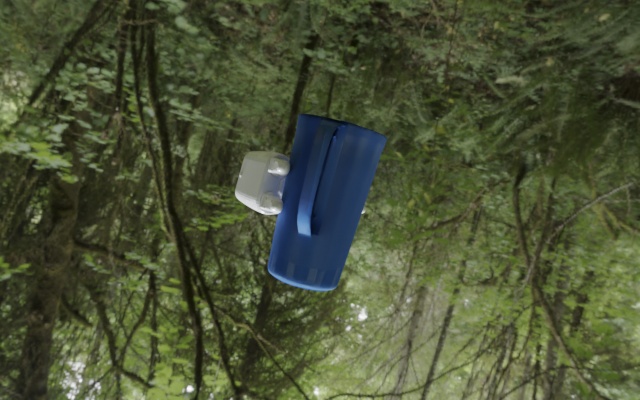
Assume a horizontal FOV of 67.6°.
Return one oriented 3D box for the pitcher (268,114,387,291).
[{"bbox_3d":[0.000,0.002,0.691,0.149,0.243,0.145,13,3,-35],"label":"pitcher"}]
